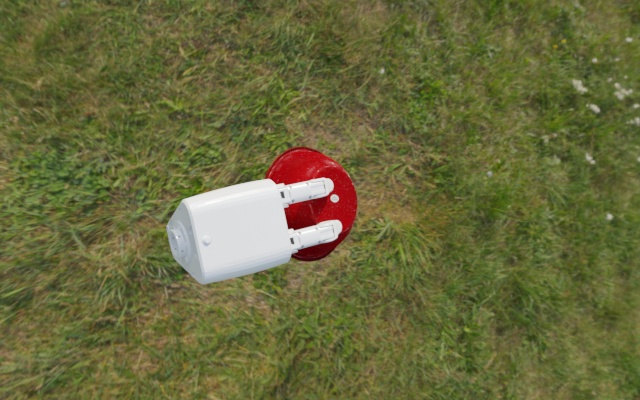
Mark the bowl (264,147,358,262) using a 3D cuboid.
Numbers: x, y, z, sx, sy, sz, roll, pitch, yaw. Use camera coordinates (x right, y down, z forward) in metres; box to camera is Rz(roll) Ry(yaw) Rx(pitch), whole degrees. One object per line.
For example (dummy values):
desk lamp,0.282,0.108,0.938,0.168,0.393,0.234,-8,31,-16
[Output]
bowl,0.001,0.002,0.651,0.162,0.162,0.055,0,-6,-44
